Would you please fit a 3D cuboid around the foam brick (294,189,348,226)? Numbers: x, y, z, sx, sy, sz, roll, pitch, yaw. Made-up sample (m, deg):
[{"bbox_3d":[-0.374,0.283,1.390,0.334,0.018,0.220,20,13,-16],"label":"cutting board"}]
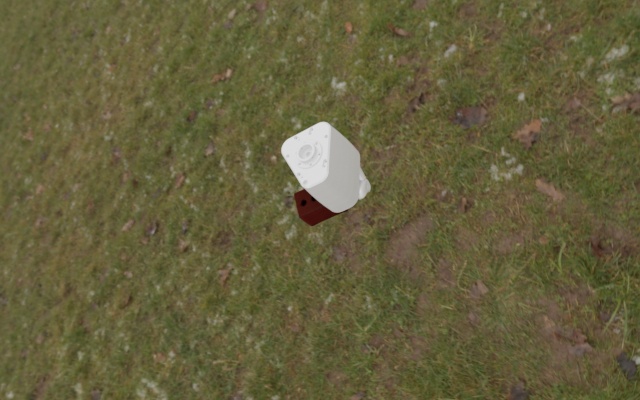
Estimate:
[{"bbox_3d":[0.000,0.003,0.855,0.078,0.053,0.051,-25,-29,19],"label":"foam brick"}]
